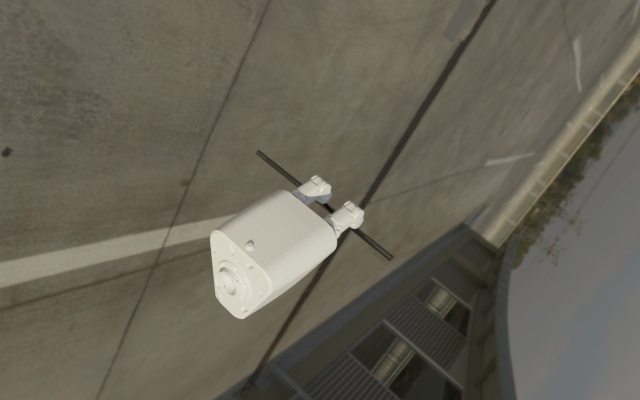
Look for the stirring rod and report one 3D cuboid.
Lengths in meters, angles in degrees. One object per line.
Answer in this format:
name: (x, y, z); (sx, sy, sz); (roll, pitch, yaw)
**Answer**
stirring rod: (0.000, 0.002, 0.637); (0.239, 0.011, 0.011); (38, 15, 19)
